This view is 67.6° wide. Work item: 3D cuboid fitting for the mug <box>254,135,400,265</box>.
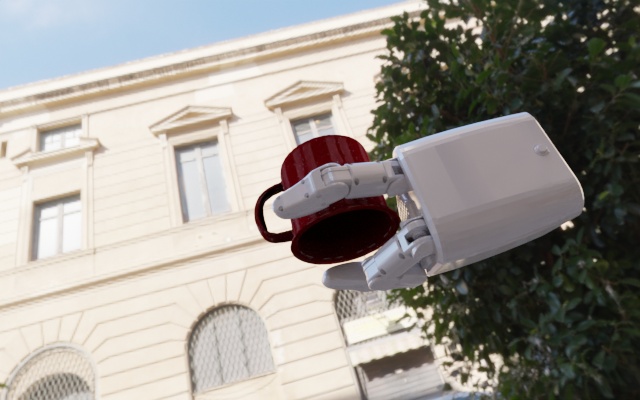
[{"bbox_3d":[-0.001,0.002,0.413,0.117,0.081,0.093,-16,-32,-1],"label":"mug"}]
